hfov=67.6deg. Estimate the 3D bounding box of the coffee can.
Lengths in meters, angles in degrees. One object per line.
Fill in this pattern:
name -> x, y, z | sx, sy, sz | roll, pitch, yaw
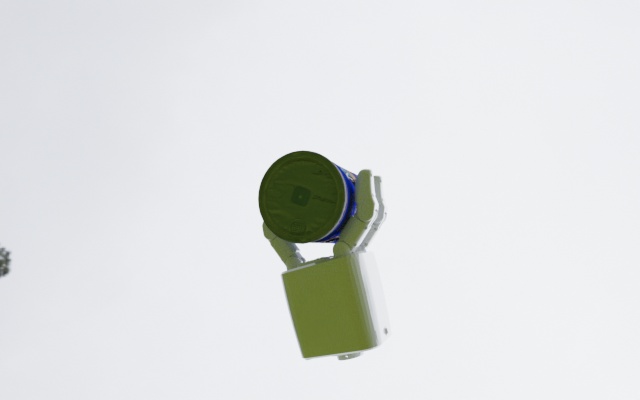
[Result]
coffee can -> 0.000, 0.002, 0.584 | 0.103, 0.103, 0.140 | 0, -5, 19
